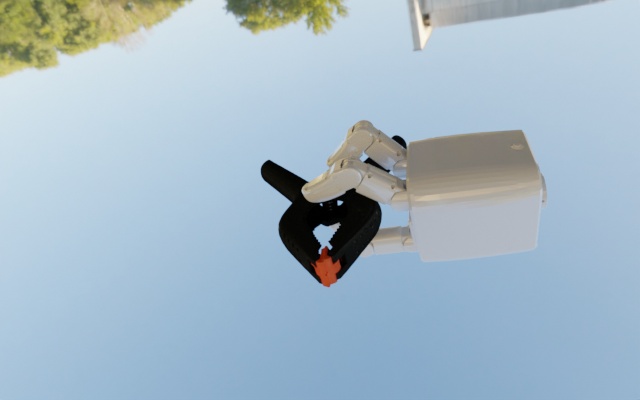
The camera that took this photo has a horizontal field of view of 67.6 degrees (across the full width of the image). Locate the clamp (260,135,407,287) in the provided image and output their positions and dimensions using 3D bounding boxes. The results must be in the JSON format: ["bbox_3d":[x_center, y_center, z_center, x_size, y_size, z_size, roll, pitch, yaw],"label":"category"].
[{"bbox_3d":[0.000,0.002,0.462,0.164,0.036,0.209,-7,33,16],"label":"clamp"}]
